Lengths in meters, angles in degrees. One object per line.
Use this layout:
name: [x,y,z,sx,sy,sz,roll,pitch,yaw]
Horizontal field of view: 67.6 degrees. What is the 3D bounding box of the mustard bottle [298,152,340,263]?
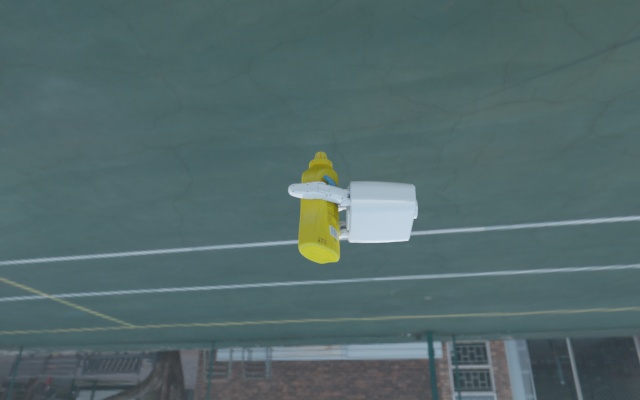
mustard bottle: [0.000,0.003,0.808,0.058,0.191,0.096,-11,-28,23]
